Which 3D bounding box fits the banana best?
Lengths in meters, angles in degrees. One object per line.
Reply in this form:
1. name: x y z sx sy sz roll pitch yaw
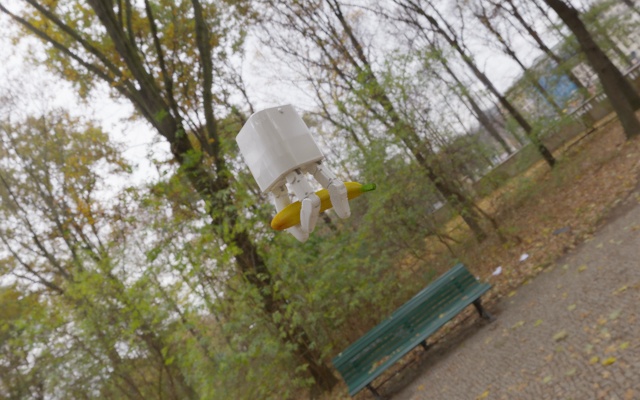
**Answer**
1. banana: -0.005 0.004 0.792 0.198 0.037 0.069 -24 1 -25
